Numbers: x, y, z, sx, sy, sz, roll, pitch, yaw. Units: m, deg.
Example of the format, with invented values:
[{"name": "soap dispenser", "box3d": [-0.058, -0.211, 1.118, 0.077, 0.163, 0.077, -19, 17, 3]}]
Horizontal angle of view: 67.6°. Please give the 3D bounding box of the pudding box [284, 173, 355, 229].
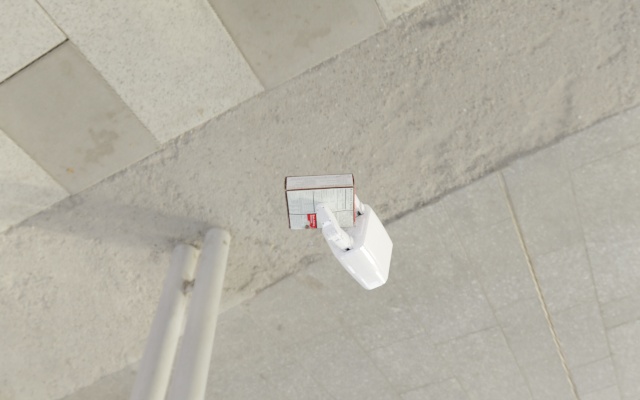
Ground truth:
[{"name": "pudding box", "box3d": [0.000, 0.003, 0.779, 0.113, 0.090, 0.039, -4, 40, -1]}]
